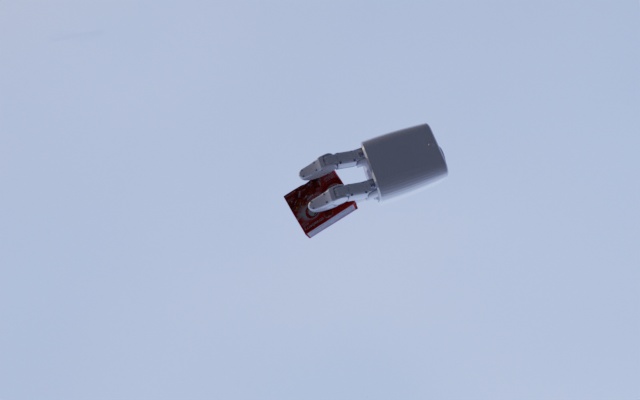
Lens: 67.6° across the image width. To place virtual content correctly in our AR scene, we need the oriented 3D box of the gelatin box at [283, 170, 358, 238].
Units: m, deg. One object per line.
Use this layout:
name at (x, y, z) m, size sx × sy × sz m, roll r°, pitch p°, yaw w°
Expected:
gelatin box at (0.000, 0.003, 0.719) m, size 0.089 × 0.073 × 0.030 m, roll -32°, pitch -24°, yaw 1°
